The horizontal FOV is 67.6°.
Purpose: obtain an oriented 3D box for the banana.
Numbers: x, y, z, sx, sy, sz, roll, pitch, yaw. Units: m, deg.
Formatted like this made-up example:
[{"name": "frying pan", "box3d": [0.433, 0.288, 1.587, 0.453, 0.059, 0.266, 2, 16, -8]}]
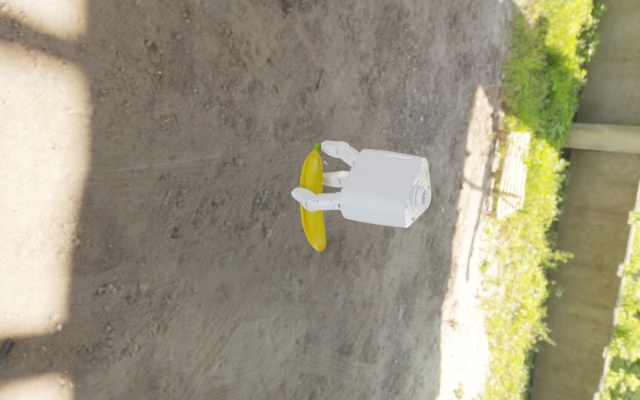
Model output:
[{"name": "banana", "box3d": [-0.009, 0.004, 0.824, 0.037, 0.198, 0.069, 9, 17, 28]}]
